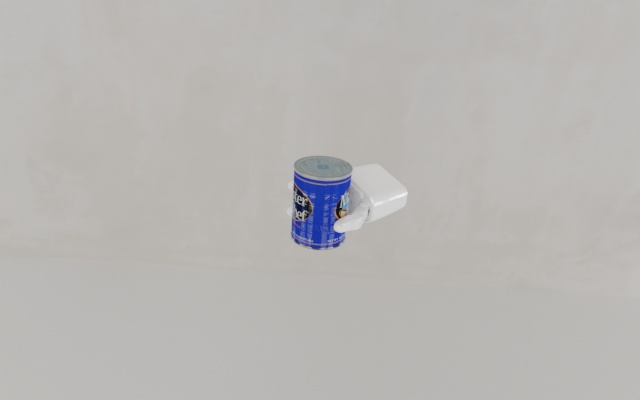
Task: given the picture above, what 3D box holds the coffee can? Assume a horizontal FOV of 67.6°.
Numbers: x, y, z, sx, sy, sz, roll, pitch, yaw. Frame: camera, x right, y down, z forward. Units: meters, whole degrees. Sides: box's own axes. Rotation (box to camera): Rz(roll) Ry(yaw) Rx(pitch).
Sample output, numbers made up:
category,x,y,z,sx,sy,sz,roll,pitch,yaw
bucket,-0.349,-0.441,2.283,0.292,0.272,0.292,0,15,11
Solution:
category,x,y,z,sx,sy,sz,roll,pitch,yaw
coffee can,0.000,0.003,0.855,0.103,0.140,0.102,4,25,-2
